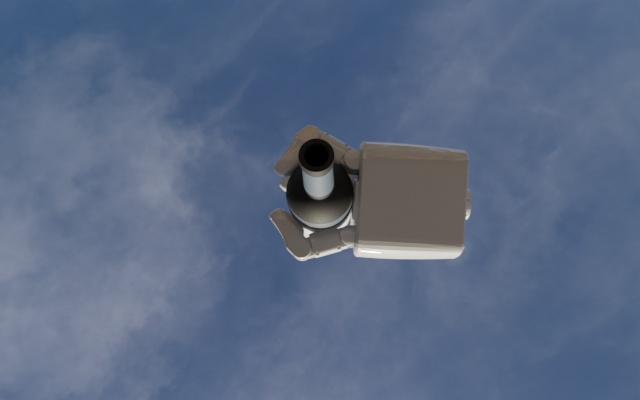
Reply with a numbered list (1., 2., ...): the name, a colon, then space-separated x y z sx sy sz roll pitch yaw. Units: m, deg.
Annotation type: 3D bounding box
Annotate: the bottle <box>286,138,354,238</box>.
1. bottle: 0.000 0.002 0.502 0.069 0.069 0.296 0 -14 1
